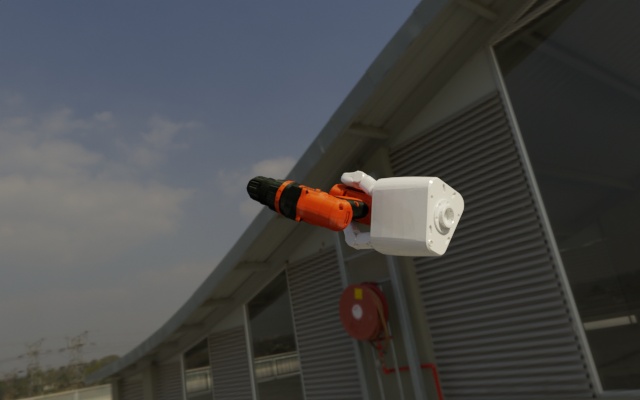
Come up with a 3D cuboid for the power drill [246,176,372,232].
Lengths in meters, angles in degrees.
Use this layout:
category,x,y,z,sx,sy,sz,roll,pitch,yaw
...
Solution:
category,x,y,z,sx,sy,sz,roll,pitch,yaw
power drill,0.001,0.003,0.760,0.184,0.057,0.187,20,12,32
